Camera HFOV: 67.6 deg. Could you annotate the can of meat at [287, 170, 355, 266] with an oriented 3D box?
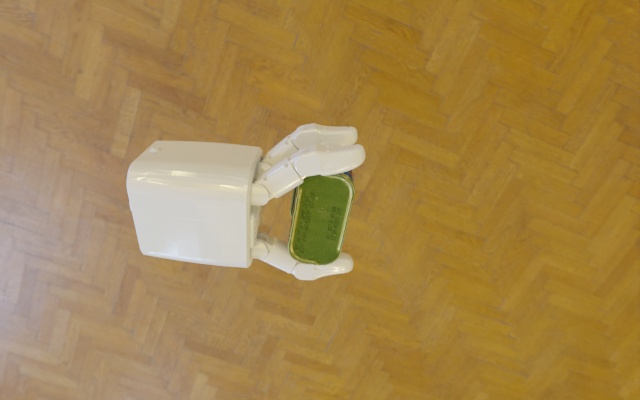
[{"bbox_3d":[0.000,0.002,0.470,0.057,0.102,0.084,9,24,-3],"label":"can of meat"}]
